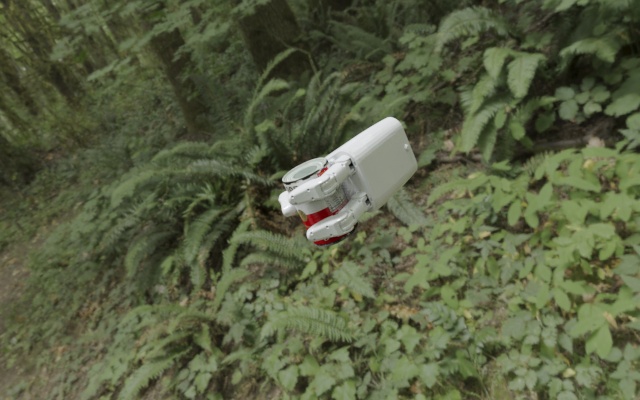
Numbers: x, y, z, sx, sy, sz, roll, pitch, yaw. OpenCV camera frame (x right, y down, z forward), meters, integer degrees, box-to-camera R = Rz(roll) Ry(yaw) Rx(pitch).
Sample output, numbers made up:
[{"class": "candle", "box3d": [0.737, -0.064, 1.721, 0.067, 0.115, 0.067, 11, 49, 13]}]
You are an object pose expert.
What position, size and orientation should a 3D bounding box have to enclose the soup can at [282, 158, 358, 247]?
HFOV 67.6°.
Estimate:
[{"class": "soup can", "box3d": [0.000, 0.002, 0.642, 0.068, 0.102, 0.068, -23, 20, 9]}]
